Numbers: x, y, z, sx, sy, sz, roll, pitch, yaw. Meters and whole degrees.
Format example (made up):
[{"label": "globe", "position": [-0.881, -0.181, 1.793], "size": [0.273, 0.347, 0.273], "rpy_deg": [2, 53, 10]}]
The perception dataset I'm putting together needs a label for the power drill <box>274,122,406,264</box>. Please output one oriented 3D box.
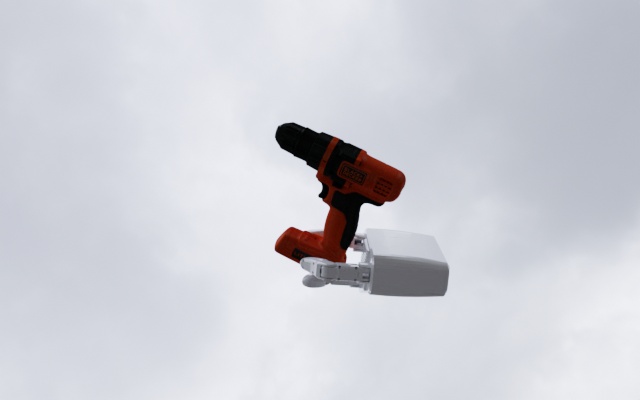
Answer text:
[{"label": "power drill", "position": [0.000, 0.003, 0.659], "size": [0.184, 0.188, 0.057], "rpy_deg": [26, 28, 6]}]
